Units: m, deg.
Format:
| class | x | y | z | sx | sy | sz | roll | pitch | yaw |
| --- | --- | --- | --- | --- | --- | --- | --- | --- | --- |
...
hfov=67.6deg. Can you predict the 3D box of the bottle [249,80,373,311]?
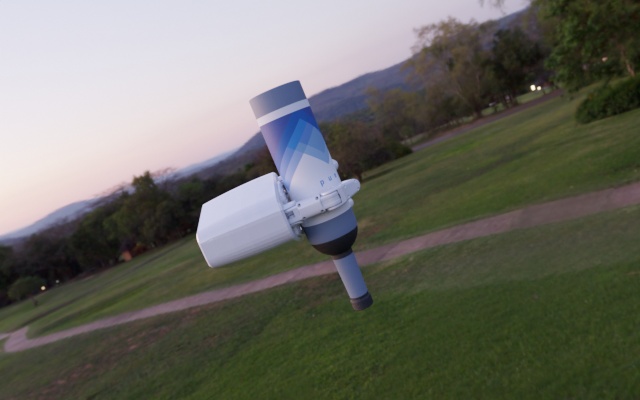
| class | x | y | z | sx | sy | sz | roll | pitch | yaw |
| --- | --- | --- | --- | --- | --- | --- | --- | --- | --- |
| bottle | 0.000 | 0.002 | 0.597 | 0.069 | 0.296 | 0.069 | -22 | 9 | 4 |
